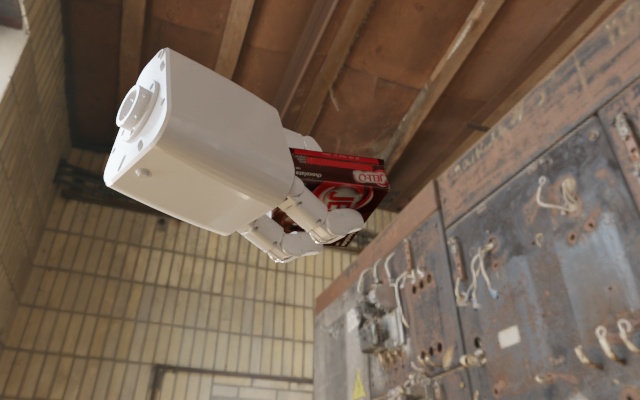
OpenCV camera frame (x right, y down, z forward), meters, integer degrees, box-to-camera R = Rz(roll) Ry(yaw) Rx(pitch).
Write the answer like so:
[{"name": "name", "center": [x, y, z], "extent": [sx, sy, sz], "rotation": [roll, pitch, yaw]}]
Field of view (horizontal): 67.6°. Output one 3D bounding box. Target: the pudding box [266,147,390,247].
[{"name": "pudding box", "center": [0.000, 0.001, 0.441], "extent": [0.090, 0.039, 0.113], "rotation": [6, -31, -16]}]
